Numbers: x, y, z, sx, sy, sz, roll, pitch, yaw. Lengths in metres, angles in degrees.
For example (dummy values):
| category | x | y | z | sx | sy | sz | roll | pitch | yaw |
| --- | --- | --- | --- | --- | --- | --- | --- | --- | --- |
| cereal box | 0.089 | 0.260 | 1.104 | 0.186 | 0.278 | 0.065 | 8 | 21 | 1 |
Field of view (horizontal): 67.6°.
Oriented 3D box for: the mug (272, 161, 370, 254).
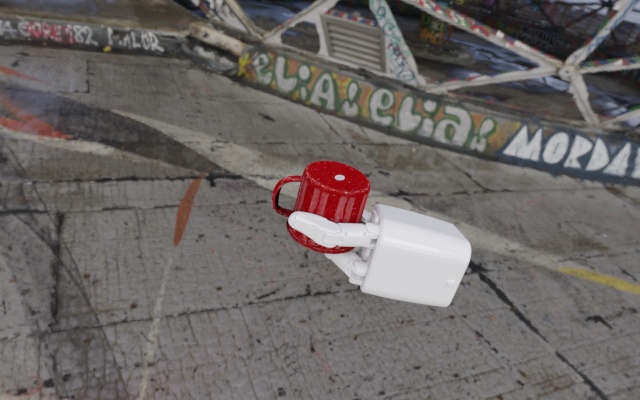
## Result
| category | x | y | z | sx | sy | sz | roll | pitch | yaw |
| --- | --- | --- | --- | --- | --- | --- | --- | --- | --- |
| mug | -0.001 | 0.001 | 0.574 | 0.117 | 0.081 | 0.093 | 13 | 29 | -2 |
